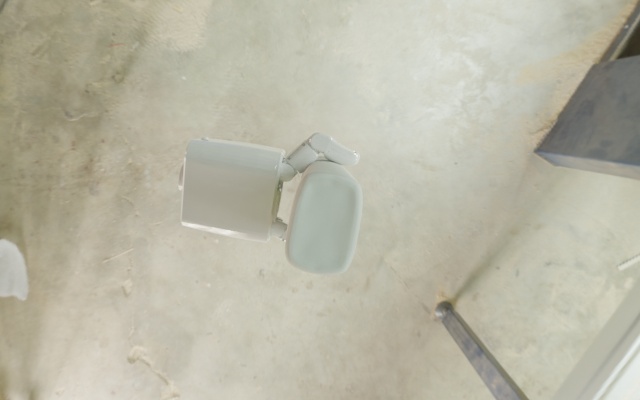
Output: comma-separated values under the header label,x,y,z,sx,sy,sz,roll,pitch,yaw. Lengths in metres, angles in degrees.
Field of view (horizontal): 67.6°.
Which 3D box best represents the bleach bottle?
label,x,y,z,sx,sy,sz,roll,pitch,yaw
bleach bottle,0.000,0.002,0.567,0.068,0.102,0.251,10,9,-4
